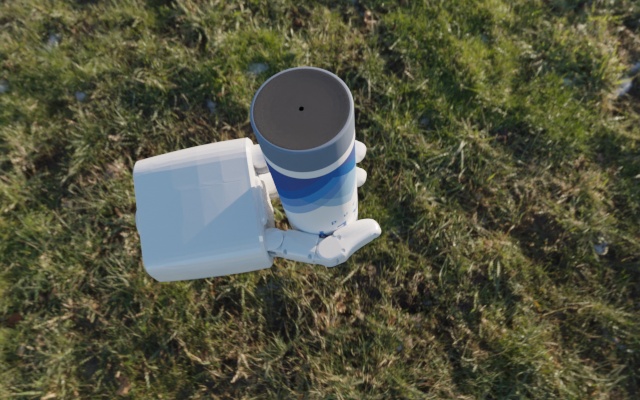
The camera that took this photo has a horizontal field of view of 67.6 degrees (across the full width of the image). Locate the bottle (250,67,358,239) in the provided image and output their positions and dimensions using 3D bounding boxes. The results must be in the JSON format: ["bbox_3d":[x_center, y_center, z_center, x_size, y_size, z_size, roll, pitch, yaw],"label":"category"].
[{"bbox_3d":[0.000,0.001,0.435,0.069,0.069,0.296,0,-24,5],"label":"bottle"}]
